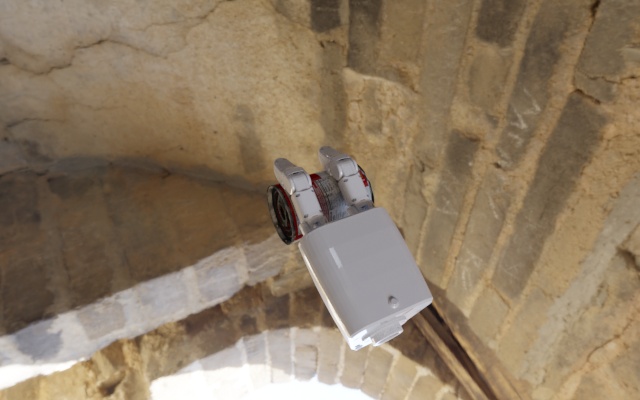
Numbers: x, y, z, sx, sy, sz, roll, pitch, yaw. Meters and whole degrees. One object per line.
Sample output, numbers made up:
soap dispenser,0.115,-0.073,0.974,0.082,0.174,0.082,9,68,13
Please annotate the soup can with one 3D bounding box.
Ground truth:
soup can,0.000,0.001,0.534,0.102,0.068,0.068,-18,7,-21
